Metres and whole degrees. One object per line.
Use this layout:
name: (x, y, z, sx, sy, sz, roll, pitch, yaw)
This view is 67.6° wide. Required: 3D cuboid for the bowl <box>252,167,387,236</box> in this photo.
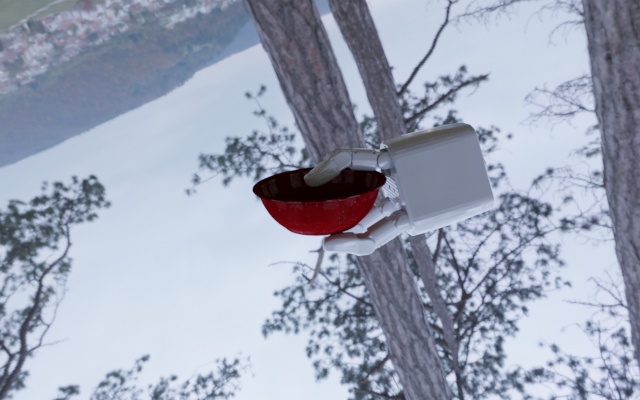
bowl: (-0.001, 0.002, 0.583, 0.162, 0.055, 0.162, -4, 17, 1)
